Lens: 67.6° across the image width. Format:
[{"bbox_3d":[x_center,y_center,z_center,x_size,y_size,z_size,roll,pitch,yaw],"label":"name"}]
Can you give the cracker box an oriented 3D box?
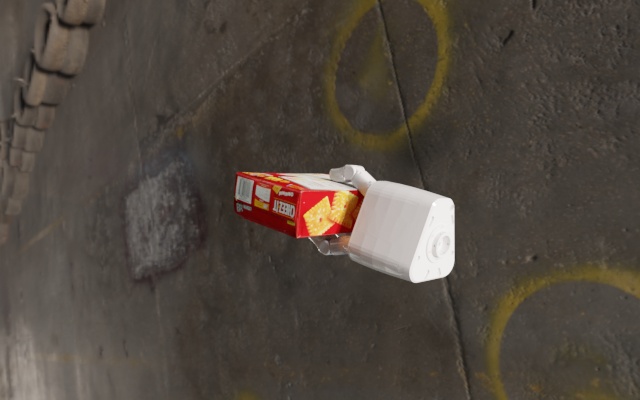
[{"bbox_3d":[0.000,0.002,0.732,0.214,0.072,0.164,-1,11,-41],"label":"cracker box"}]
